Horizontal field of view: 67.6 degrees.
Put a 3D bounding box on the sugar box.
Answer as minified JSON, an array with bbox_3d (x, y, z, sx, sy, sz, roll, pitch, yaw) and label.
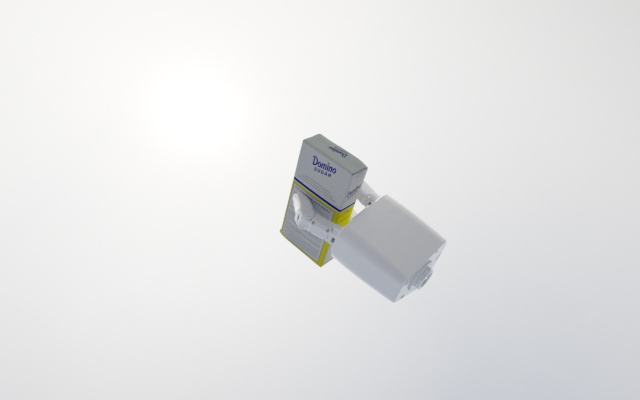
[{"bbox_3d":[0.001,0.002,0.689,0.093,0.176,0.048,37,39,23],"label":"sugar box"}]
